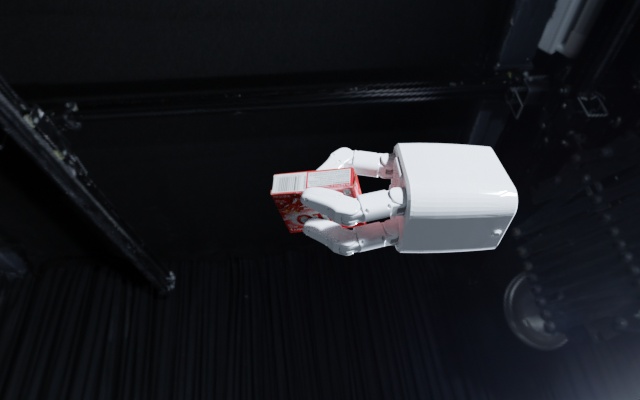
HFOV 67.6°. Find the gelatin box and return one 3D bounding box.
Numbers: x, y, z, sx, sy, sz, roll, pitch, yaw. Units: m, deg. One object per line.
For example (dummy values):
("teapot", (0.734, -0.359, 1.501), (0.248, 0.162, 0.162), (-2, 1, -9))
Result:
("gelatin box", (0.000, 0.001, 0.510), (0.089, 0.030, 0.073), (-5, -37, 13))
